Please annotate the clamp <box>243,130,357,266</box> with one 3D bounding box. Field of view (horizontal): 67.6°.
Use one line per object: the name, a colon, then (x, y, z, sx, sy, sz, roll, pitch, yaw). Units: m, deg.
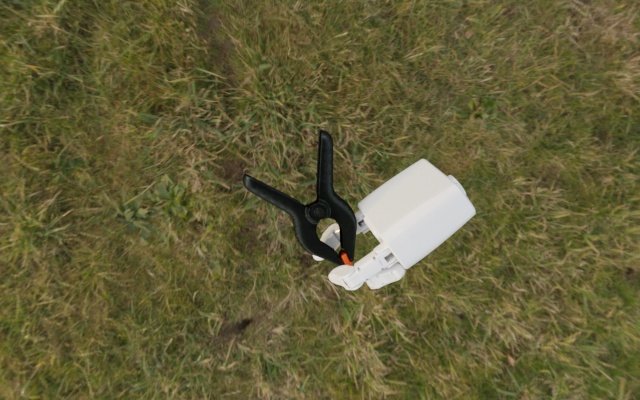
clamp: (0.000, 0.002, 0.591, 0.120, 0.171, 0.039, -38, 13, 5)
